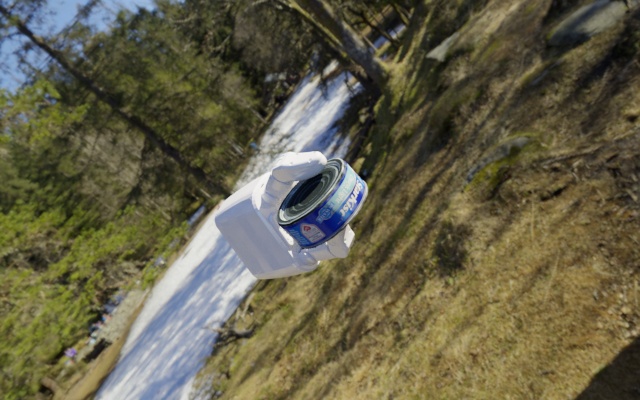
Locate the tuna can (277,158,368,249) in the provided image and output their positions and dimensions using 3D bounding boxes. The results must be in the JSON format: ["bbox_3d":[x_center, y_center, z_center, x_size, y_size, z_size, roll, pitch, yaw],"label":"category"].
[{"bbox_3d":[0.000,0.001,0.442,0.034,0.086,0.086,46,-20,-21],"label":"tuna can"}]
